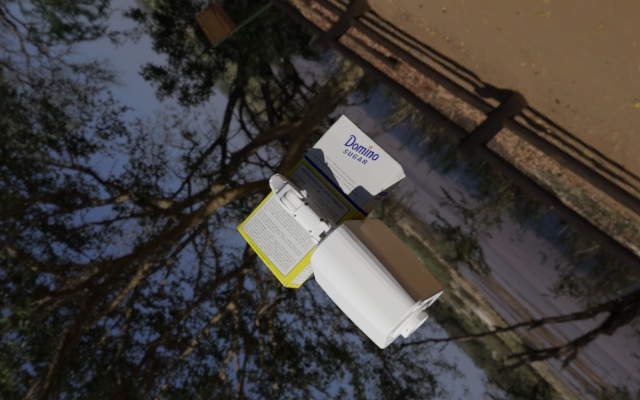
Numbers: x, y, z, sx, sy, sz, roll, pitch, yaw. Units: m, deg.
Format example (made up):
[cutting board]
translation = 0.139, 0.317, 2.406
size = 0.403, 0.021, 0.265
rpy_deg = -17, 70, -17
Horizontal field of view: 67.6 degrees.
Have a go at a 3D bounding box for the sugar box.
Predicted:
[sugar box]
translation = 0.000, 0.002, 0.527
size = 0.093, 0.176, 0.048
rpy_deg = 46, 3, 22
